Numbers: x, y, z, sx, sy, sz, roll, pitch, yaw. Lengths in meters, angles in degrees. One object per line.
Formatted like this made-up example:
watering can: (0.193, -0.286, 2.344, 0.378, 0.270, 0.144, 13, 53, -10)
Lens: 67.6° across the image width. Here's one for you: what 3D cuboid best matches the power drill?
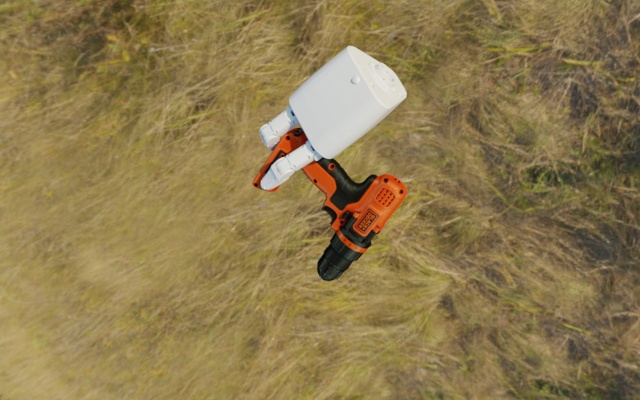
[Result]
power drill: (0.000, 0.002, 0.676, 0.187, 0.184, 0.057, 36, 18, 1)
